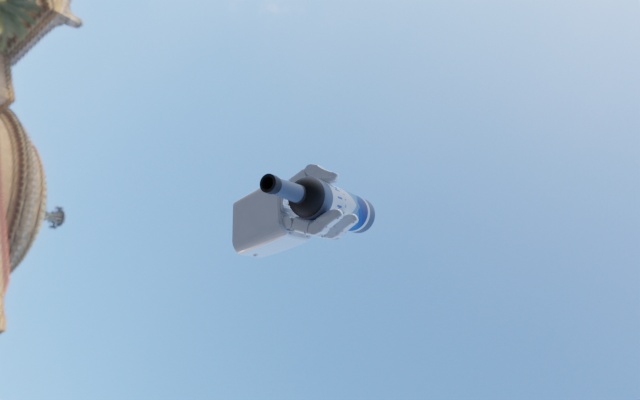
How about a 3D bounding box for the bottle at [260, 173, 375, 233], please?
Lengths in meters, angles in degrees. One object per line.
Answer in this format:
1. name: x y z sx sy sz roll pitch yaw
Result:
1. bottle: 0.000 0.003 0.778 0.069 0.069 0.296 0 -10 30
